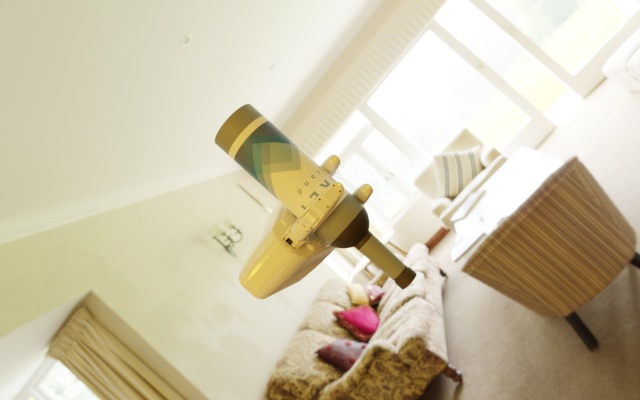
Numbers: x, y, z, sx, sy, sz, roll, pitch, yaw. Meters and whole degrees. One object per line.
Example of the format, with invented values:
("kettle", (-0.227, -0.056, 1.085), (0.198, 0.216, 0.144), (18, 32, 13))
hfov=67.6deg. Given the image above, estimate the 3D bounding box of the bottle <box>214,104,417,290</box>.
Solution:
("bottle", (0.000, 0.002, 0.592), (0.295, 0.069, 0.069), (42, 2, 2))
